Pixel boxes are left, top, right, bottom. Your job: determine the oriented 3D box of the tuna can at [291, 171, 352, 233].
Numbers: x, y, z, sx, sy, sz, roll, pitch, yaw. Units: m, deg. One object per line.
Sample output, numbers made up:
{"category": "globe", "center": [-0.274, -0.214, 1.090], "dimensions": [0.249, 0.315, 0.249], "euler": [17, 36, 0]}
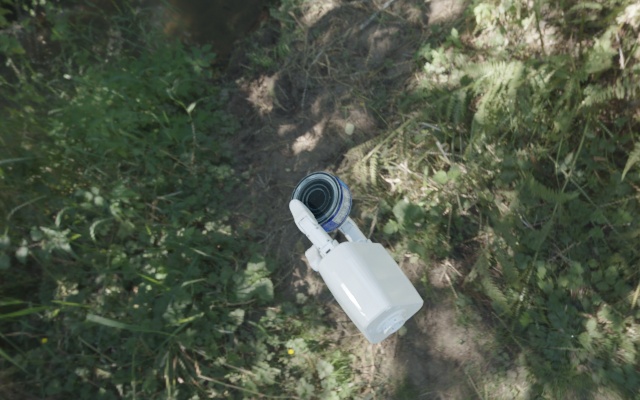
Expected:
{"category": "tuna can", "center": [0.000, 0.002, 0.687], "dimensions": [0.086, 0.086, 0.034], "euler": [0, -18, 32]}
